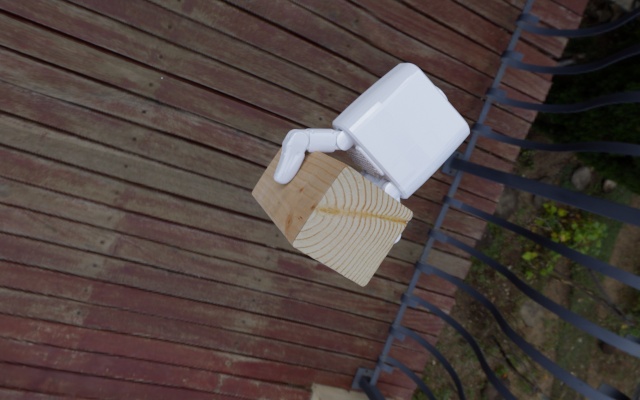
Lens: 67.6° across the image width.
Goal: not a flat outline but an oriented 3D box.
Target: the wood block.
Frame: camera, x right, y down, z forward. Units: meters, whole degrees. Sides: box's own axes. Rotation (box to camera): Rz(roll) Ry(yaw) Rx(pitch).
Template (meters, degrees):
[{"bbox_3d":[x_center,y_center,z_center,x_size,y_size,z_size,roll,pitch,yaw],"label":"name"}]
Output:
[{"bbox_3d":[0.000,0.001,0.536,0.091,0.090,0.206,34,1,-23],"label":"wood block"}]
